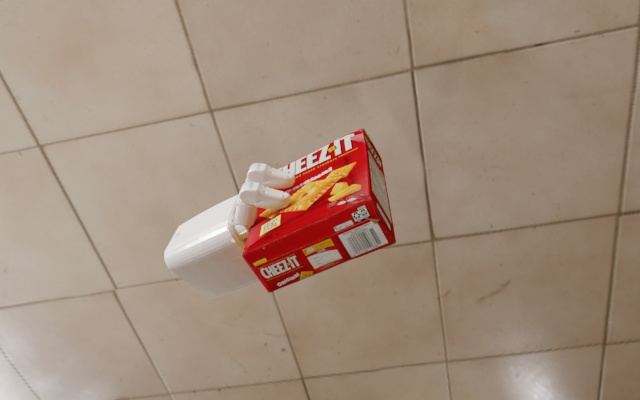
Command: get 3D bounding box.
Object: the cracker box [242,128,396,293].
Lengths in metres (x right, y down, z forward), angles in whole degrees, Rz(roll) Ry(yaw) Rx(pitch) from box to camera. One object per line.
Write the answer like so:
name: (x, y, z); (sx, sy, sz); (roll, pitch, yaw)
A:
cracker box: (0.000, 0.002, 0.614); (0.164, 0.072, 0.213); (-24, 26, 15)
